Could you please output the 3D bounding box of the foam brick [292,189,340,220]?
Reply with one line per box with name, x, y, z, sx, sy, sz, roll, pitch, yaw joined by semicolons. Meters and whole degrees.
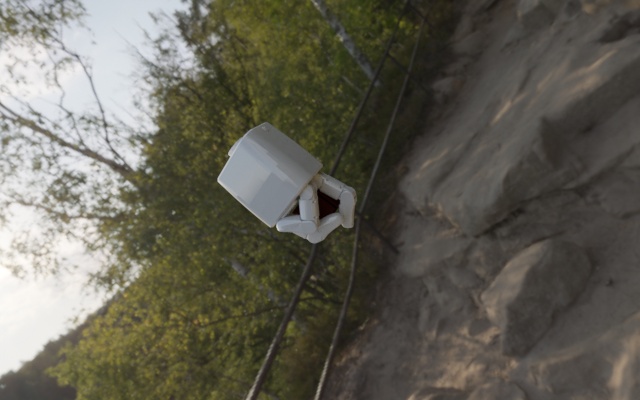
foam brick;0.000;0.002;0.729;0.051;0.053;0.078;35;23;0
